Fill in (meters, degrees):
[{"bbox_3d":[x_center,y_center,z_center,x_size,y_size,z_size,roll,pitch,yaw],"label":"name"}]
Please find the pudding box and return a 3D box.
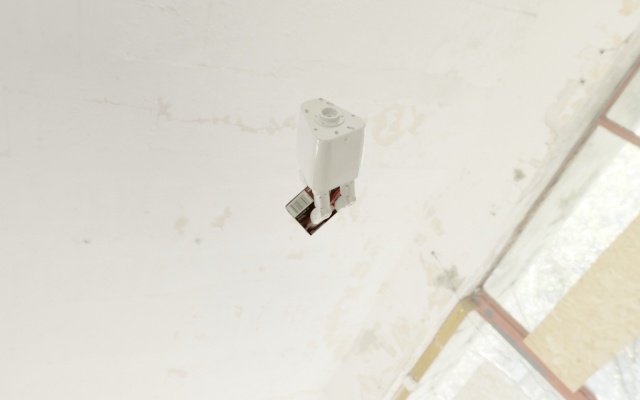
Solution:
[{"bbox_3d":[0.000,0.003,0.872,0.113,0.039,0.090,-40,-32,-2],"label":"pudding box"}]
